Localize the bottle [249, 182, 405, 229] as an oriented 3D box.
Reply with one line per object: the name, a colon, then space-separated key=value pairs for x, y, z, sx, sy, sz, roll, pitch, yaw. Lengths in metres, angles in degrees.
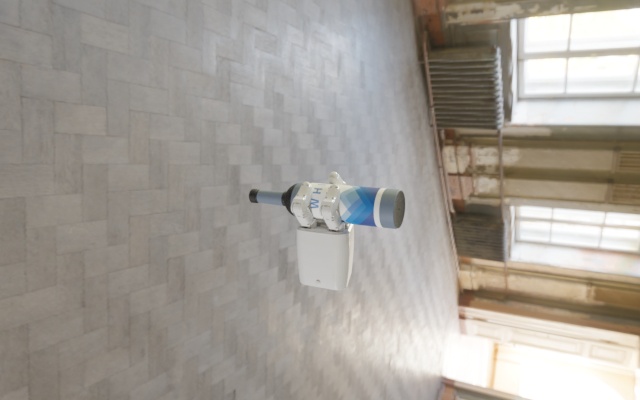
bottle: x=0.000 y=0.003 z=0.857 sx=0.295 sy=0.069 sz=0.069 roll=5 pitch=2 yaw=26
